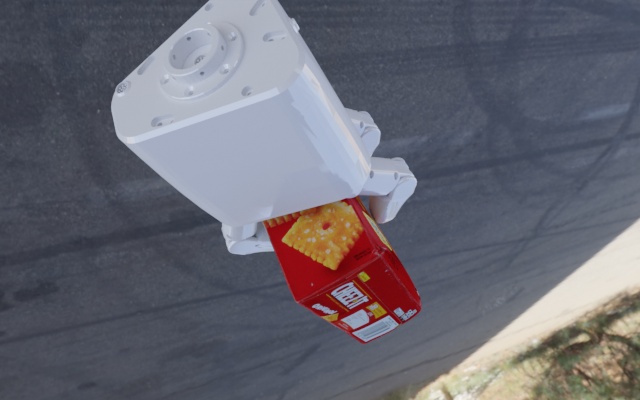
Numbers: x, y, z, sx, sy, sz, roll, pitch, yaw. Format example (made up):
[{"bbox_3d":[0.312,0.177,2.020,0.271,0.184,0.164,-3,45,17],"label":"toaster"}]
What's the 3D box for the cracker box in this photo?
[{"bbox_3d":[0.000,0.002,0.414,0.072,0.213,0.164,-30,-32,6],"label":"cracker box"}]
